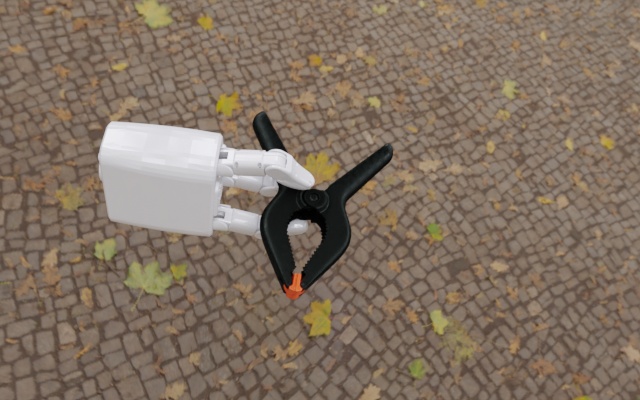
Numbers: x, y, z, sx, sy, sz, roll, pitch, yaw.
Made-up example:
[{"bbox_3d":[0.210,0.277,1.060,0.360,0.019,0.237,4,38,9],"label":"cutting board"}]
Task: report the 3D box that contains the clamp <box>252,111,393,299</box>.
[{"bbox_3d":[0.000,0.002,0.508,0.164,0.209,0.036,7,-29,-7],"label":"clamp"}]
